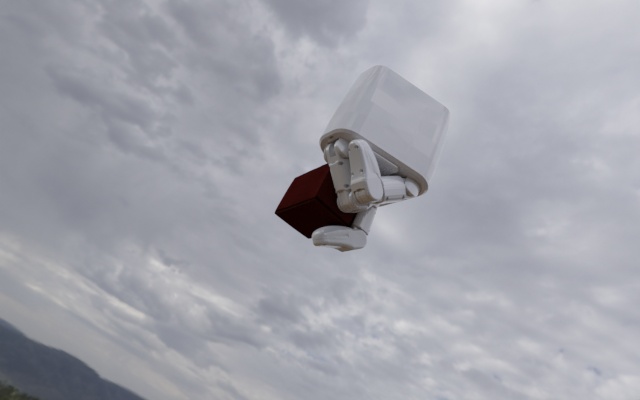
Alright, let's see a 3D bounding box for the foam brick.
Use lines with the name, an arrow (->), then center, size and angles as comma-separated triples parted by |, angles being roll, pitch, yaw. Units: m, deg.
foam brick -> 0.000, 0.002, 0.508 | 0.053, 0.051, 0.078 | 40, -33, -23
